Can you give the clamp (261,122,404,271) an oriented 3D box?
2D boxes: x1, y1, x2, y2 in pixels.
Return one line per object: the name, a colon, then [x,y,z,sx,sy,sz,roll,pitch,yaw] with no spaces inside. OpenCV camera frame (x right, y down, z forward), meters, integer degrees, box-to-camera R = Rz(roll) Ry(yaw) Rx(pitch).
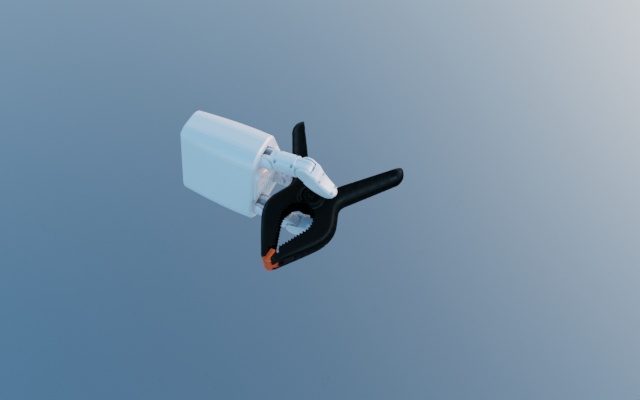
clamp: [0.000,0.002,0.597,0.164,0.210,0.036,21,-29,13]
